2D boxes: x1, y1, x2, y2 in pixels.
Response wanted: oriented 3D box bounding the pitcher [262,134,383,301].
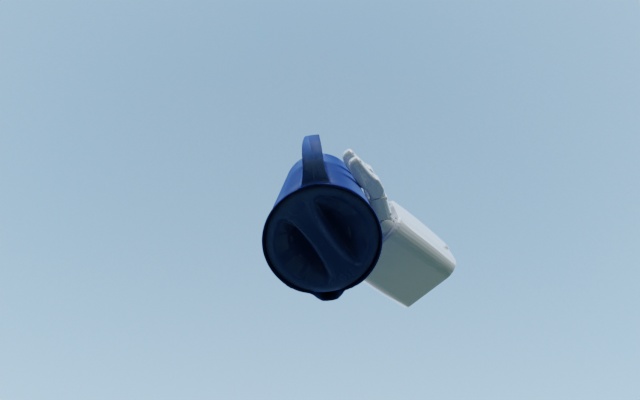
[{"bbox_3d":[0.000,0.002,0.630,0.145,0.149,0.242,35,14,-11],"label":"pitcher"}]
